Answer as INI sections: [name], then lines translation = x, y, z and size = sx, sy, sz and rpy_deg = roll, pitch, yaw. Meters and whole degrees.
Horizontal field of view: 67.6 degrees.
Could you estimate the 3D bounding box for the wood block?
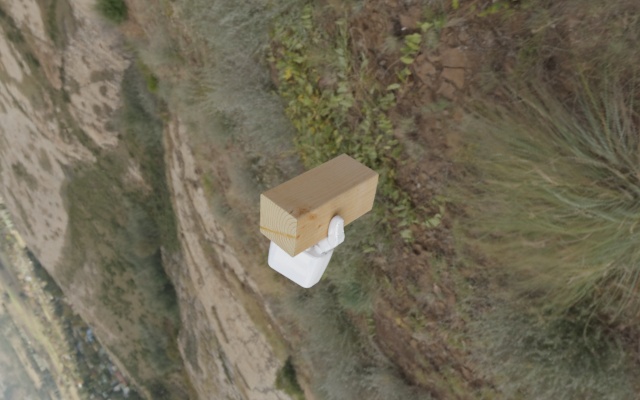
[wood block]
translation = 0.000, 0.003, 0.859
size = 0.090, 0.090, 0.206
rpy_deg = 35, 46, 30
